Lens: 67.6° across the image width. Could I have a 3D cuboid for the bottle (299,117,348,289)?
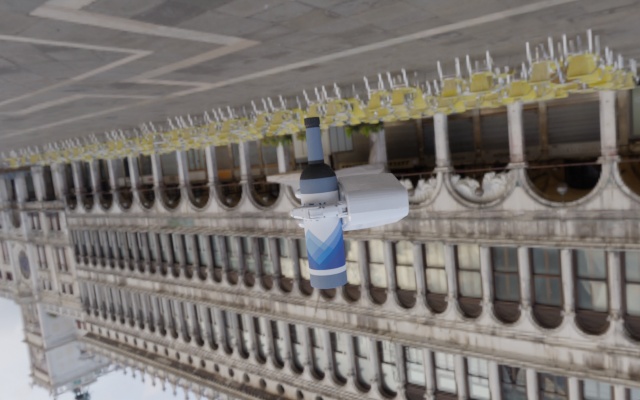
[{"bbox_3d":[0.000,0.003,0.839,0.069,0.296,0.069,-6,6,1],"label":"bottle"}]
